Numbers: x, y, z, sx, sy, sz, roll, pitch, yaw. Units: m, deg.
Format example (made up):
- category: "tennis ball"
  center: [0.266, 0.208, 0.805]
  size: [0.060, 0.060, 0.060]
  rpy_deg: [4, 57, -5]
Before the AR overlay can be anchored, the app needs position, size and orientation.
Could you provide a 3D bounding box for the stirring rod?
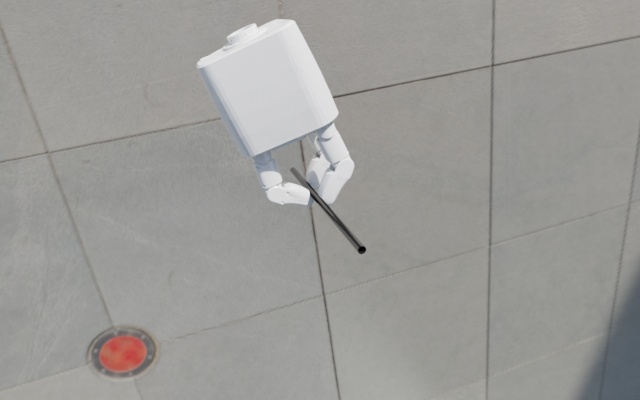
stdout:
- category: "stirring rod"
  center: [0.000, 0.002, 0.527]
  size: [0.011, 0.011, 0.239]
  rpy_deg: [0, 21, -19]
